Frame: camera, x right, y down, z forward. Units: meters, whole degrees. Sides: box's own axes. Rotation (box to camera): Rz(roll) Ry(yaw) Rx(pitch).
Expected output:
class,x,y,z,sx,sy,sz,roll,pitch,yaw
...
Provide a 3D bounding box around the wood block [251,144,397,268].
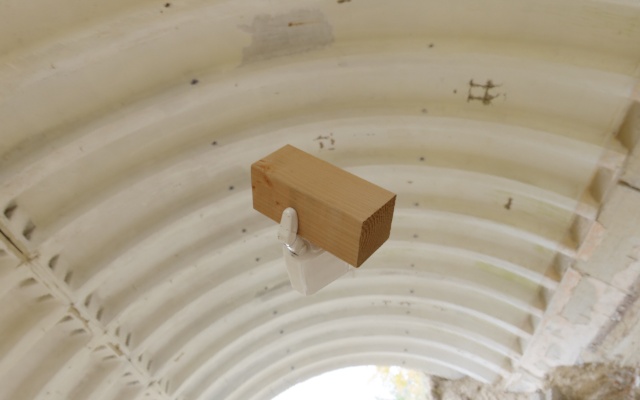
class,x,y,z,sx,sy,sz,roll,pitch,yaw
wood block,0.000,0.003,0.728,0.206,0.090,0.090,27,43,28
